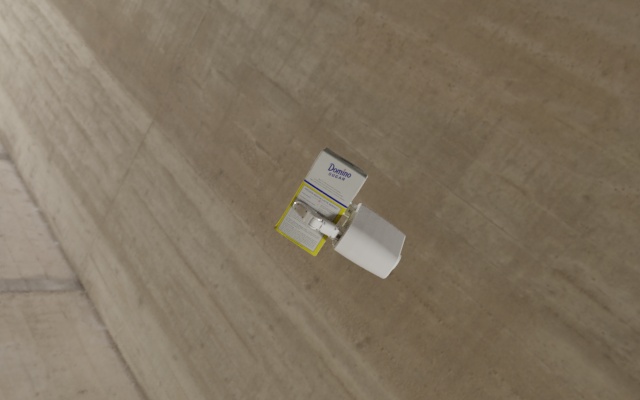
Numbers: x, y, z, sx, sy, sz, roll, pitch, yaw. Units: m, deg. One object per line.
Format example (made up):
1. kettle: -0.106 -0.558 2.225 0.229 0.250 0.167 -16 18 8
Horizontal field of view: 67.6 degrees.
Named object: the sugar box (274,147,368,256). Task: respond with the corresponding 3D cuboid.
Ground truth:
1. sugar box: 0.000 0.003 0.858 0.093 0.176 0.048 34 17 1
